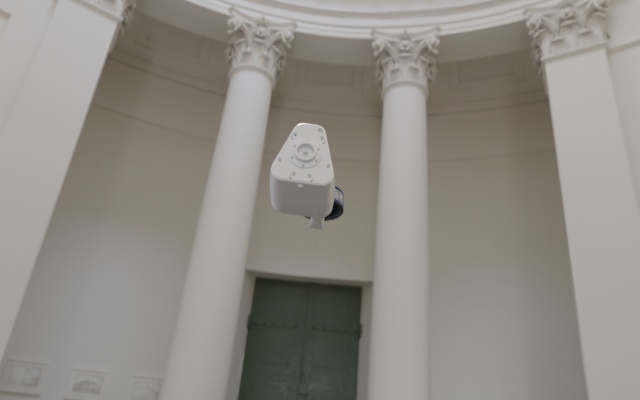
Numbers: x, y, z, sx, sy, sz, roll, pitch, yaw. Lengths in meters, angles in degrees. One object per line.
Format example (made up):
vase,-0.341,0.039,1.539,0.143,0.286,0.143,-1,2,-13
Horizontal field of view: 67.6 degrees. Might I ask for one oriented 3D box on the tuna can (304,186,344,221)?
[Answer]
tuna can,0.000,0.002,0.870,0.086,0.033,0.086,4,-30,2
